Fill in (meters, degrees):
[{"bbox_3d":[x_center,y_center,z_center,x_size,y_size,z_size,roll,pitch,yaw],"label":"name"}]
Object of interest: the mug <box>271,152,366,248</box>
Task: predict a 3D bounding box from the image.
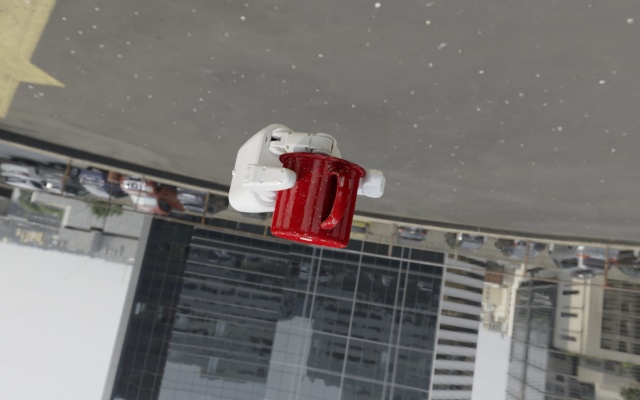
[{"bbox_3d":[0.001,0.002,0.482,0.093,0.081,0.117,14,-10,-23],"label":"mug"}]
